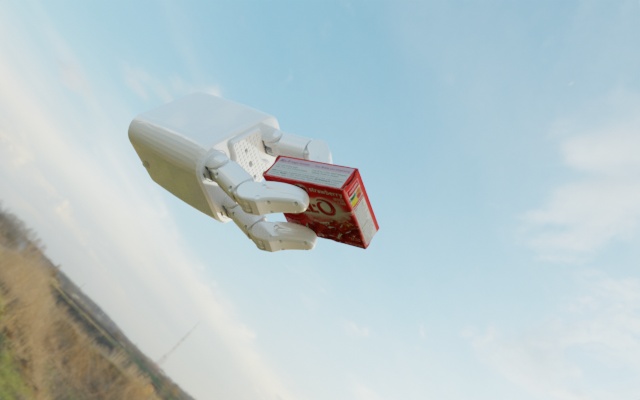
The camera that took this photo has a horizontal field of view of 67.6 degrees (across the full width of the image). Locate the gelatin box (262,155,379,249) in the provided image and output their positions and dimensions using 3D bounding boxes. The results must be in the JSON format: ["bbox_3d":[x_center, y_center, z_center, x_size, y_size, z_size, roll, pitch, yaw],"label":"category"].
[{"bbox_3d":[0.001,0.001,0.419,0.089,0.073,0.030,12,52,35],"label":"gelatin box"}]
